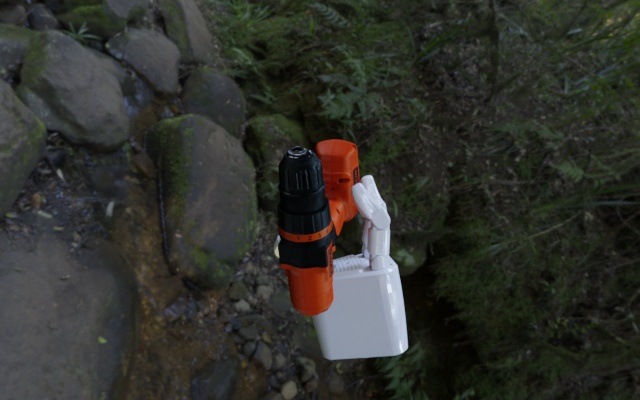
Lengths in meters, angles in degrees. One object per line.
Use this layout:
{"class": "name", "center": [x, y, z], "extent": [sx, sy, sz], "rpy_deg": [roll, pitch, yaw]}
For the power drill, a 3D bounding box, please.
{"class": "power drill", "center": [0.000, 0.002, 0.525], "extent": [0.057, 0.184, 0.187], "rpy_deg": [6, 30, 13]}
